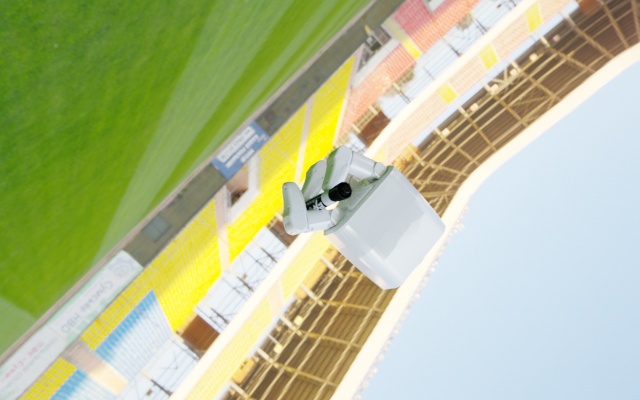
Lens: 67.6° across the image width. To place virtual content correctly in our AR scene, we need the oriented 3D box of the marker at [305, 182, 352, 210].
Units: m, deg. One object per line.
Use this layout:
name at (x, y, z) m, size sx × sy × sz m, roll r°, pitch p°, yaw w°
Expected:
marker at (0.000, 0.002, 0.541) m, size 0.020 × 0.020 × 0.121 m, roll 0°, pitch -13°, yaw -28°
